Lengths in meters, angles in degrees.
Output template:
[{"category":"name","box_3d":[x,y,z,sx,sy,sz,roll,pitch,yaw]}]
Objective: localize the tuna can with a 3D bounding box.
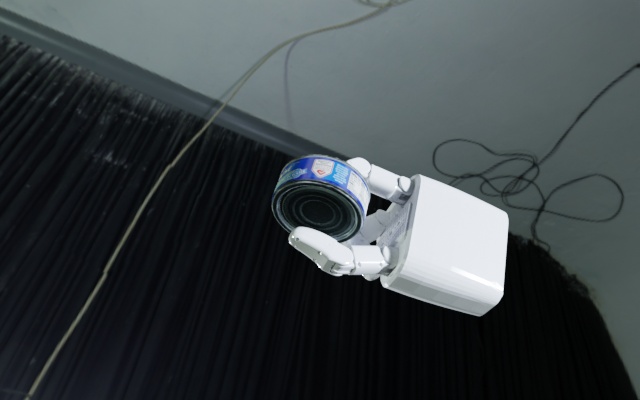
[{"category":"tuna can","box_3d":[0.000,0.002,0.430,0.086,0.033,0.086,9,-42,8]}]
